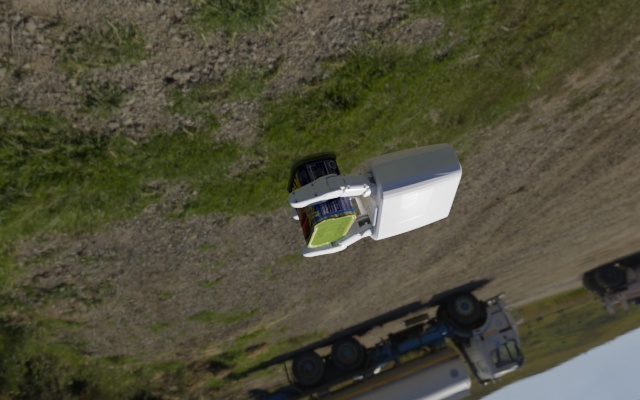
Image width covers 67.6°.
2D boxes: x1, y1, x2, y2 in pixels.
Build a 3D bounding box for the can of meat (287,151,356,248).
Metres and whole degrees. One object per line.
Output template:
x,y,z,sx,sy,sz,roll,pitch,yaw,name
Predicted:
0.000,0.002,0.587,0.057,0.084,0.102,-14,-21,-15,can of meat
